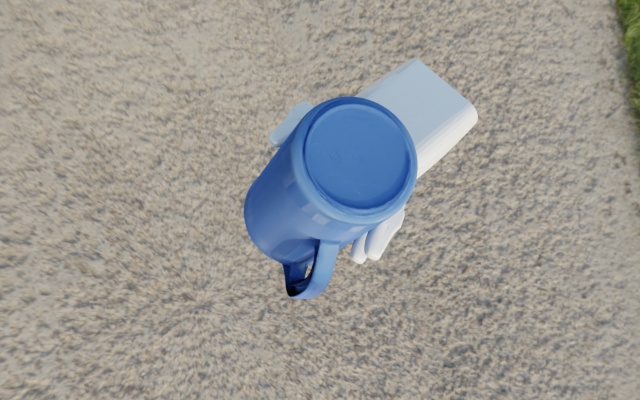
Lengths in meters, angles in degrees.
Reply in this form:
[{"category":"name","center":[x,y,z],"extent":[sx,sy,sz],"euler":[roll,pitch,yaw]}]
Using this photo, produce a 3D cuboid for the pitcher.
[{"category":"pitcher","center":[0.000,0.001,0.484],"extent":[0.145,0.149,0.243],"euler":[-38,-1,-19]}]
